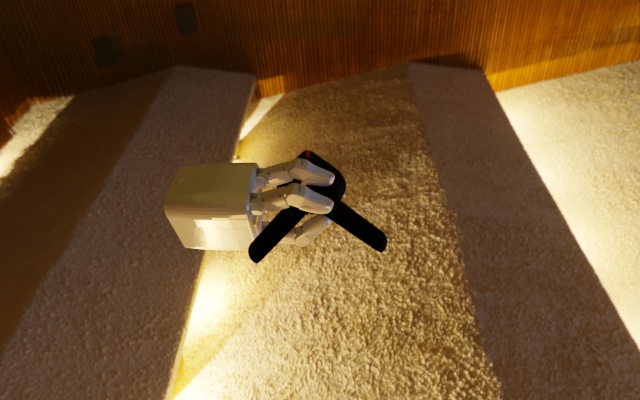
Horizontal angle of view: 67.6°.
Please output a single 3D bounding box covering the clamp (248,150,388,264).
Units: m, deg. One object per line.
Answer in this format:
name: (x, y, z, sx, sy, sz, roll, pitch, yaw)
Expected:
clamp: (0.000, 0.002, 0.630, 0.164, 0.036, 0.209, 0, 39, 2)
